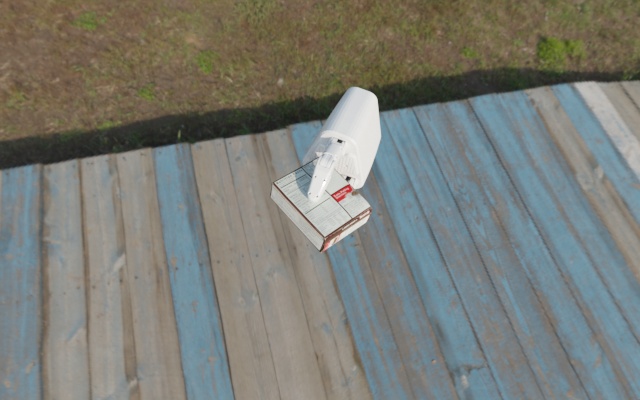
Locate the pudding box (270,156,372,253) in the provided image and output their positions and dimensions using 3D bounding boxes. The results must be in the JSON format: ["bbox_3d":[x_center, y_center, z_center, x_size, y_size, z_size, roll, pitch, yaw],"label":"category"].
[{"bbox_3d":[0.000,0.002,0.647,0.090,0.113,0.039,-32,-26,-28],"label":"pudding box"}]
